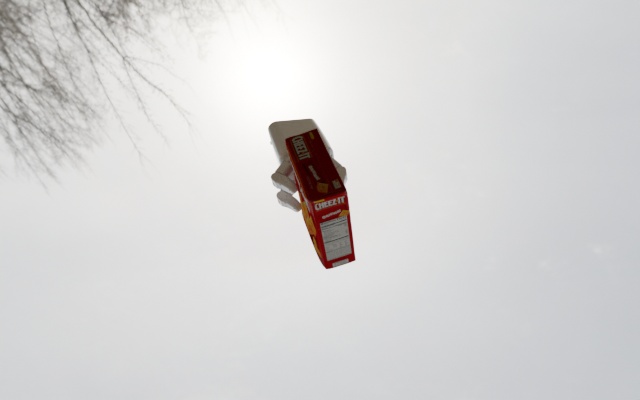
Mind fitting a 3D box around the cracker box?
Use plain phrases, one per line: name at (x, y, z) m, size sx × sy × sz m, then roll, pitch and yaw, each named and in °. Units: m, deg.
cracker box at (0.000, 0.003, 0.888) m, size 0.072 × 0.164 × 0.214 m, roll -19°, pitch -40°, yaw -6°
